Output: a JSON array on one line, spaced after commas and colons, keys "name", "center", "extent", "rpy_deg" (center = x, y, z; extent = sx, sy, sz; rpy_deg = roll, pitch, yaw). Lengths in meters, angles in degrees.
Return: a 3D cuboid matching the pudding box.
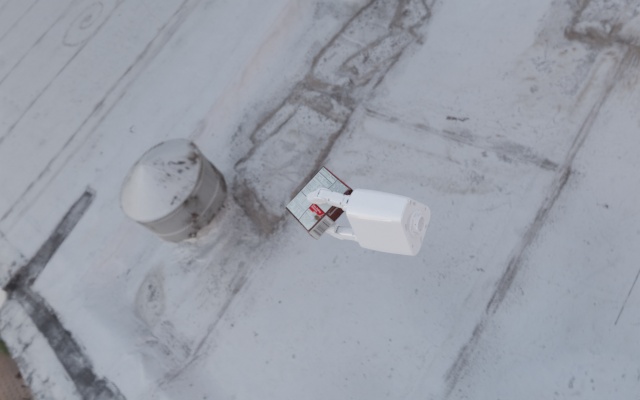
[{"name": "pudding box", "center": [0.000, 0.003, 0.895], "extent": [0.090, 0.113, 0.039], "rpy_deg": [44, 0, 43]}]
